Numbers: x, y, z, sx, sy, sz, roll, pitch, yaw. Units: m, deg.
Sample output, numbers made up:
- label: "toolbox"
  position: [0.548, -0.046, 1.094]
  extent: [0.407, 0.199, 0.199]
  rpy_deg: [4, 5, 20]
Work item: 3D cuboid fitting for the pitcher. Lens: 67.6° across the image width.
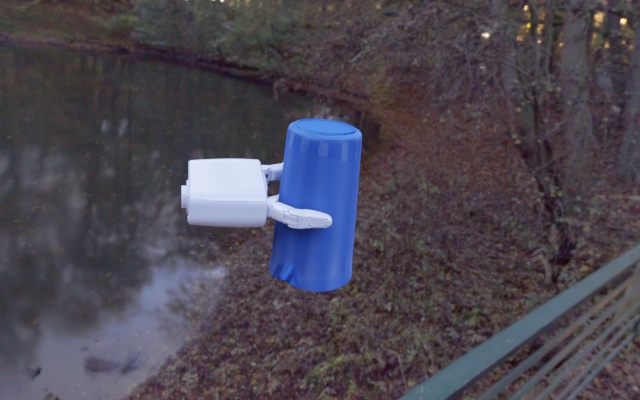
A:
- label: "pitcher"
  position: [0.000, 0.002, 0.735]
  extent: [0.145, 0.243, 0.149]
  rpy_deg: [1, 22, -15]
